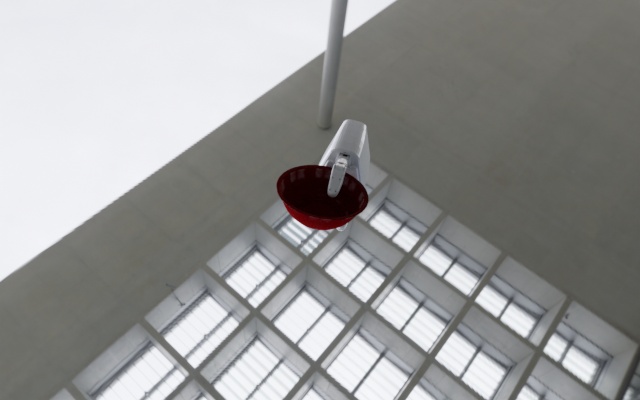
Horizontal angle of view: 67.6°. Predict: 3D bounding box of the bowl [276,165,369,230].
[{"bbox_3d":[-0.001,0.004,0.838,0.162,0.055,0.162,8,35,-6],"label":"bowl"}]
